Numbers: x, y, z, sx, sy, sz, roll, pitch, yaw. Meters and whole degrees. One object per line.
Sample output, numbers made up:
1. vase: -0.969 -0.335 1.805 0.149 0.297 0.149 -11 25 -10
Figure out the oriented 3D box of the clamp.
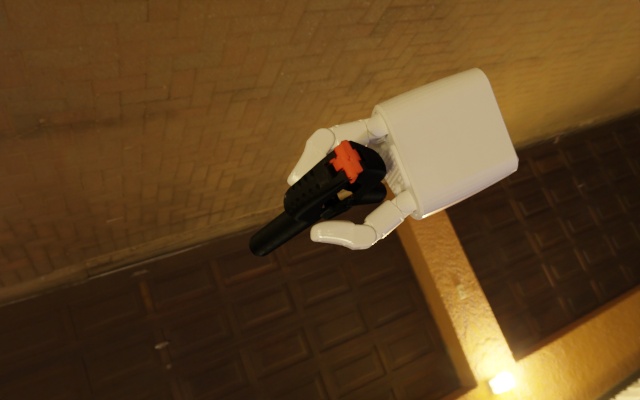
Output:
1. clamp: 0.001 0.002 0.441 0.164 0.036 0.210 -27 -11 -6
